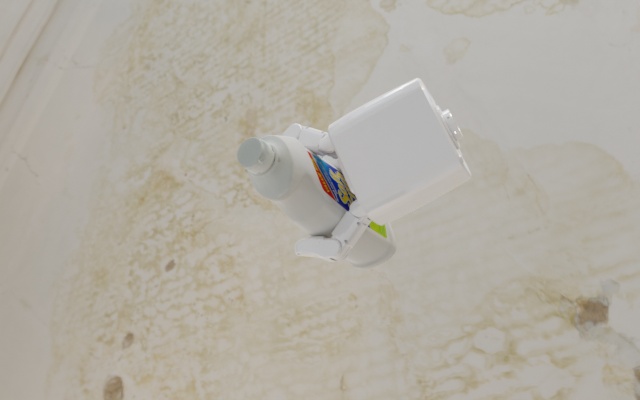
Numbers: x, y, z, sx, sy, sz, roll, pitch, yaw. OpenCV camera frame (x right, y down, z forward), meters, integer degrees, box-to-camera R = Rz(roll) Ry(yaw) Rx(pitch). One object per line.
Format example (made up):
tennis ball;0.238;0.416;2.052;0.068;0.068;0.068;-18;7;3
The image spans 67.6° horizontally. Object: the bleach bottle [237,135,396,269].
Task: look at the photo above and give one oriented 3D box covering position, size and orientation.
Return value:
bleach bottle;0.000;0.002;0.523;0.068;0.102;0.251;-27;-29;20
